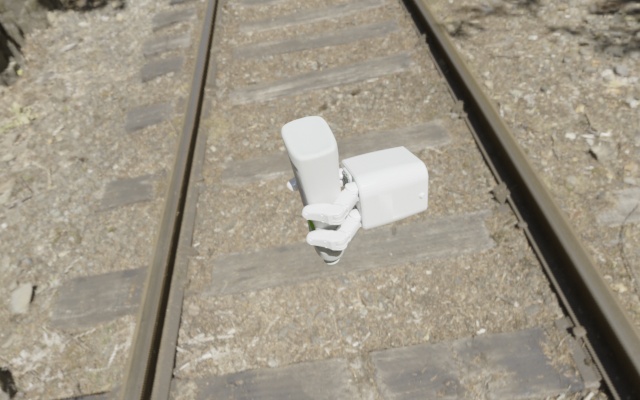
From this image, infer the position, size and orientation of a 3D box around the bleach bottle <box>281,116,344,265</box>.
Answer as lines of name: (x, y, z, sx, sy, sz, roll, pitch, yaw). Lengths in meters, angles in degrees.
bleach bottle: (0.000, 0.002, 0.739, 0.068, 0.251, 0.102, -17, 43, -7)
